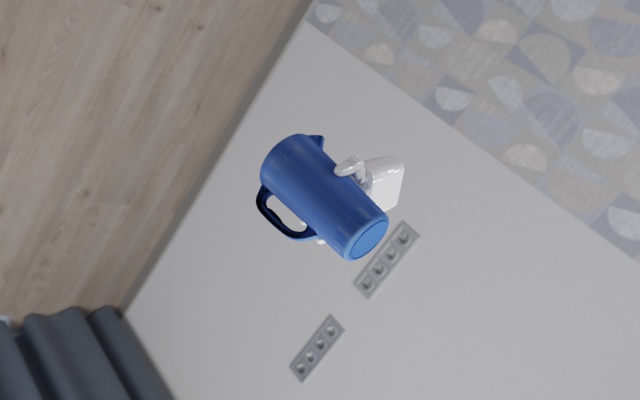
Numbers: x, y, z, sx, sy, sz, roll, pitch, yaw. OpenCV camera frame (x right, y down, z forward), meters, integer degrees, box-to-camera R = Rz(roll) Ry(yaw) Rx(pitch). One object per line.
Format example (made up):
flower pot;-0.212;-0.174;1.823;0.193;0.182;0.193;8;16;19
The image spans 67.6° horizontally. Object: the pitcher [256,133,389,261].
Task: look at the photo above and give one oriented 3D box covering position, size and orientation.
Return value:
pitcher;0.000;0.003;0.880;0.145;0.149;0.242;-19;53;-41
